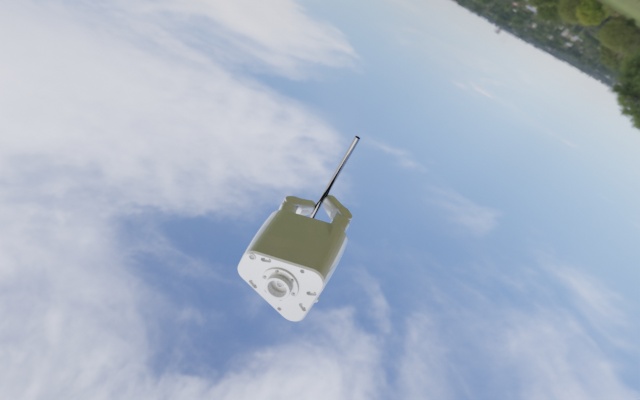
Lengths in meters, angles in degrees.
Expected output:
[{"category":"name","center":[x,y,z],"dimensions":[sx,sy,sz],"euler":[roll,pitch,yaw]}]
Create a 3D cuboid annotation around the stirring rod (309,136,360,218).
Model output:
[{"category":"stirring rod","center":[0.000,0.002,0.721],"dimensions":[0.011,0.240,0.011],"euler":[21,32,-14]}]
